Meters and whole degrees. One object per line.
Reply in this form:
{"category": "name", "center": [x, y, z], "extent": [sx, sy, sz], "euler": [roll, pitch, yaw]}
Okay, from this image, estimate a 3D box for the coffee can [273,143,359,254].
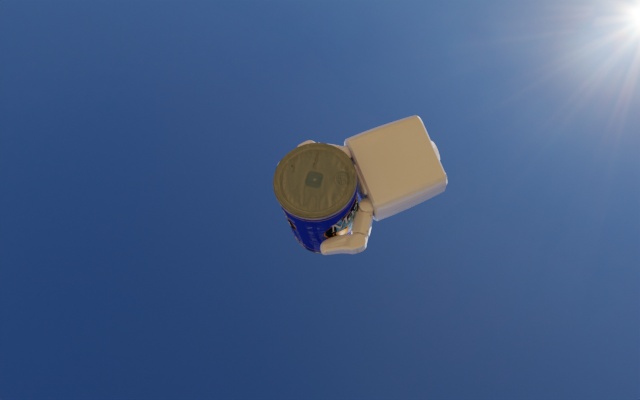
{"category": "coffee can", "center": [0.000, 0.002, 0.640], "extent": [0.103, 0.102, 0.140], "euler": [0, -24, 7]}
